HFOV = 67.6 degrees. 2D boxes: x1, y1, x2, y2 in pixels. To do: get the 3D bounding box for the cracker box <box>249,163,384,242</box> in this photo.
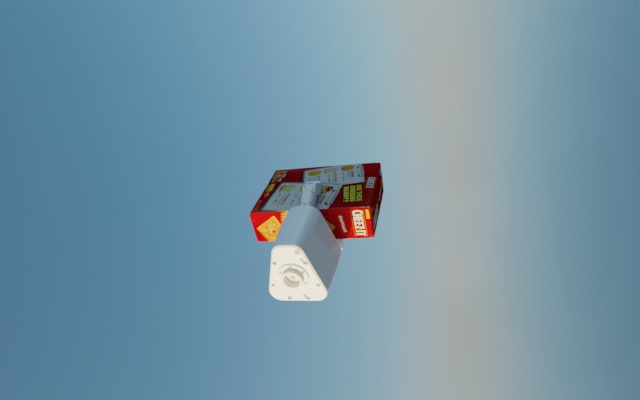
[{"bbox_3d":[0.000,0.003,0.873,0.214,0.072,0.164,-3,30,16],"label":"cracker box"}]
